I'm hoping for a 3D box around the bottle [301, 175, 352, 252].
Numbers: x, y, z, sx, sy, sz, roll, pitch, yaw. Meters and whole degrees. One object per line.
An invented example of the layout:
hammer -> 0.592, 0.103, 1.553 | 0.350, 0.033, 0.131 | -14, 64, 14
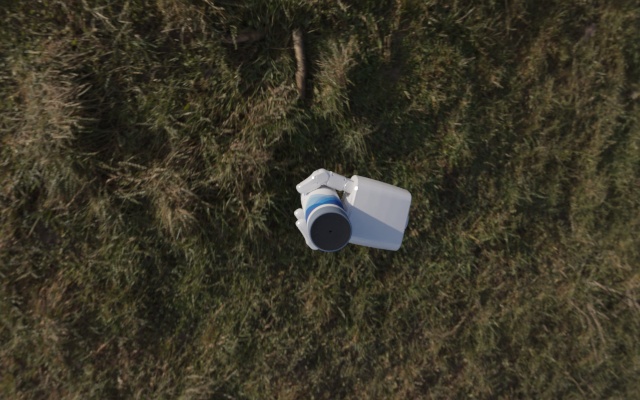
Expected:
bottle -> 0.000, 0.003, 0.857 | 0.069, 0.069, 0.295 | 0, 18, -6
